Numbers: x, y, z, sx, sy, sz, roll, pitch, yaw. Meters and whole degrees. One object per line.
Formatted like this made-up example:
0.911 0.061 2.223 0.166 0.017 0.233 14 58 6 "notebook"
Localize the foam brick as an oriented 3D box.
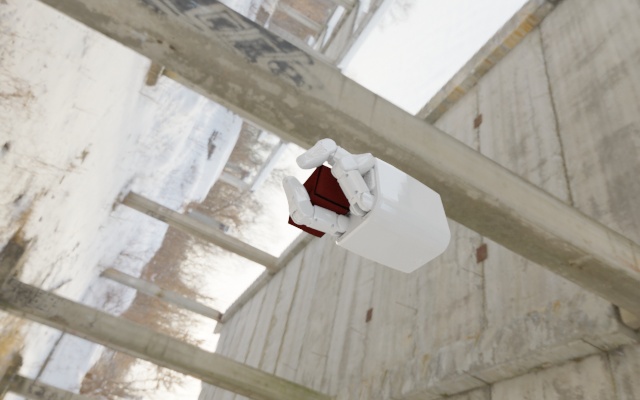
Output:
0.000 0.002 0.603 0.051 0.053 0.078 25 -39 -17 "foam brick"
